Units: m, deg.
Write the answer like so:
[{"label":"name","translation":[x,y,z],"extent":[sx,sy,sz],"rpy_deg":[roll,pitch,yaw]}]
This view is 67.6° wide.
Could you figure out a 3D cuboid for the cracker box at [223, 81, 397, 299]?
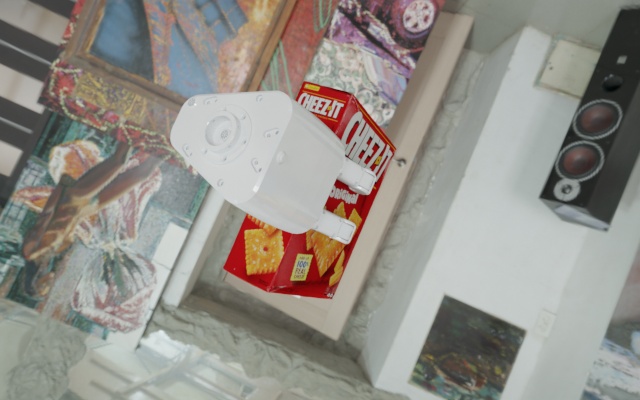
[{"label":"cracker box","translation":[0.000,0.002,0.544],"extent":[0.072,0.213,0.164],"rpy_deg":[22,-4,28]}]
